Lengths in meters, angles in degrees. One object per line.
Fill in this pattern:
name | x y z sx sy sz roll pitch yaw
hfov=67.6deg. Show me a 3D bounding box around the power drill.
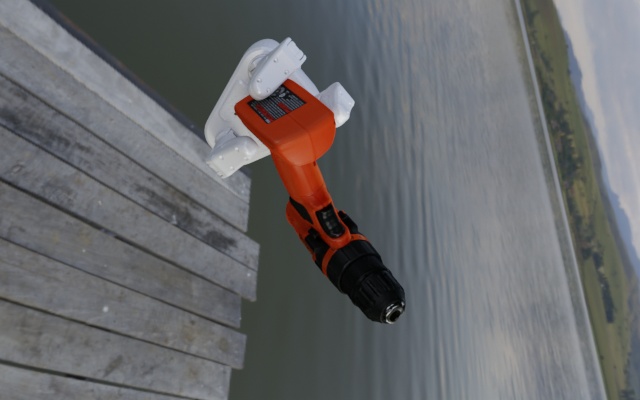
power drill | 0.000 0.001 0.414 0.057 0.188 0.184 -31 41 -13
